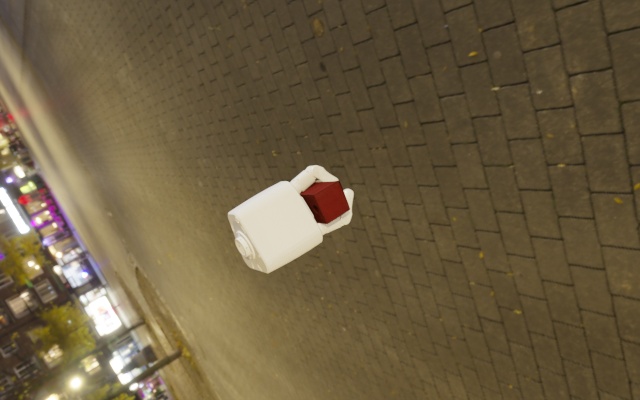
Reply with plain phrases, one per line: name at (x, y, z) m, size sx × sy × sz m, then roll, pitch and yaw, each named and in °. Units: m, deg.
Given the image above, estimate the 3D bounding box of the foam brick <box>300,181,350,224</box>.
foam brick at (0.000, 0.002, 0.770) m, size 0.051 × 0.053 × 0.078 m, roll -30°, pitch 15°, yaw -27°
